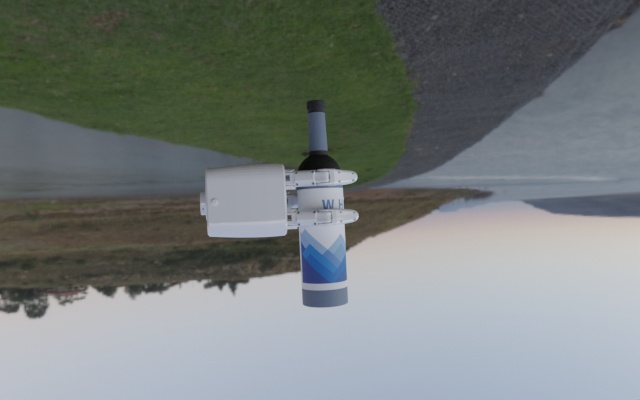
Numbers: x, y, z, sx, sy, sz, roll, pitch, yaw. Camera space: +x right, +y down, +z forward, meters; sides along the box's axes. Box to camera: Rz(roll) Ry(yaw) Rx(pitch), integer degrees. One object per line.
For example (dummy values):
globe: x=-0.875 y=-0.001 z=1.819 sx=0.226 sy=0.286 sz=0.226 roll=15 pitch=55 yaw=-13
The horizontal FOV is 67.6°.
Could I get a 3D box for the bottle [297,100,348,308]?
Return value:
bottle: x=0.000 y=0.003 z=0.697 sx=0.069 sy=0.295 sz=0.069 roll=-3 pitch=-1 yaw=0
